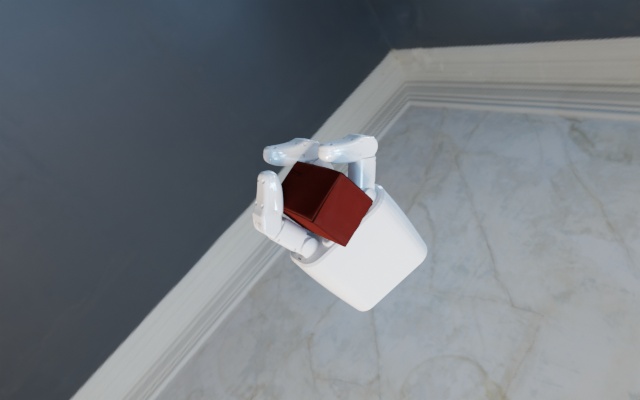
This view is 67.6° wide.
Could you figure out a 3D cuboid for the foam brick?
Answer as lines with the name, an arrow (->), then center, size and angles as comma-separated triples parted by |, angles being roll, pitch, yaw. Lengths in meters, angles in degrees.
foam brick -> 0.000, 0.002, 0.453 | 0.051, 0.053, 0.078 | 39, -11, -35
